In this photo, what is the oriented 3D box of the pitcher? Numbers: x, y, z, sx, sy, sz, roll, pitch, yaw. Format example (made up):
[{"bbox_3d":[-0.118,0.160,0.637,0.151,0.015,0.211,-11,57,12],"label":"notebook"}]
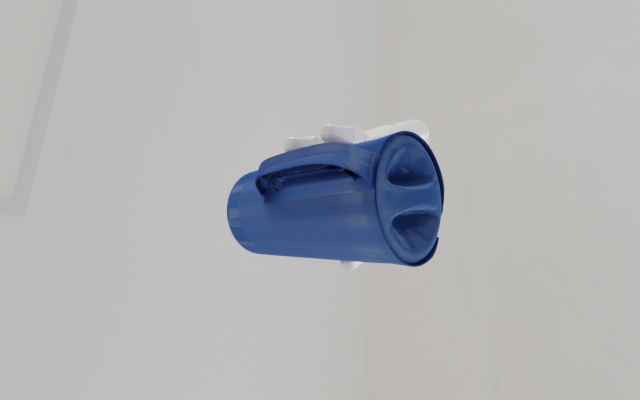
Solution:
[{"bbox_3d":[0.000,0.002,0.535,0.243,0.149,0.145,-6,19,41],"label":"pitcher"}]
